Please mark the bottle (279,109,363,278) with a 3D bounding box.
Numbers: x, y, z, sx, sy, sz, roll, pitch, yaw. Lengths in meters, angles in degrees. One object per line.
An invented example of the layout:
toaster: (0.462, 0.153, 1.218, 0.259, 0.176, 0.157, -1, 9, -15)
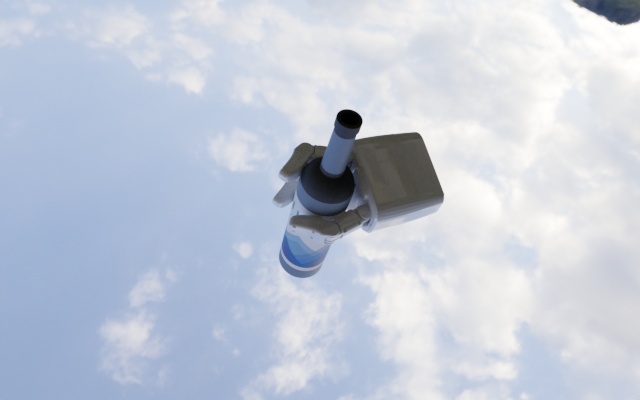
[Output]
bottle: (0.000, 0.002, 0.592, 0.069, 0.069, 0.296, 0, -35, -14)
